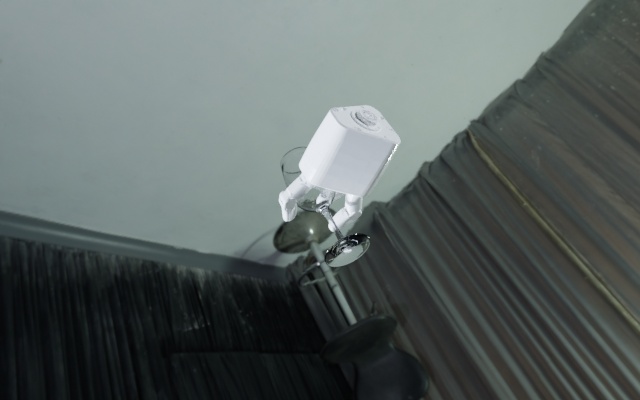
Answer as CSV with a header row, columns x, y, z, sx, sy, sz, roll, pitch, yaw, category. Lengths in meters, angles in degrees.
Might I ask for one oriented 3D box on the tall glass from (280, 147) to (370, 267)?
x,y,z,sx,sy,sz,roll,pitch,yaw,category
0.000,0.003,0.751,0.079,0.201,0.079,-19,-37,-15,tall glass
